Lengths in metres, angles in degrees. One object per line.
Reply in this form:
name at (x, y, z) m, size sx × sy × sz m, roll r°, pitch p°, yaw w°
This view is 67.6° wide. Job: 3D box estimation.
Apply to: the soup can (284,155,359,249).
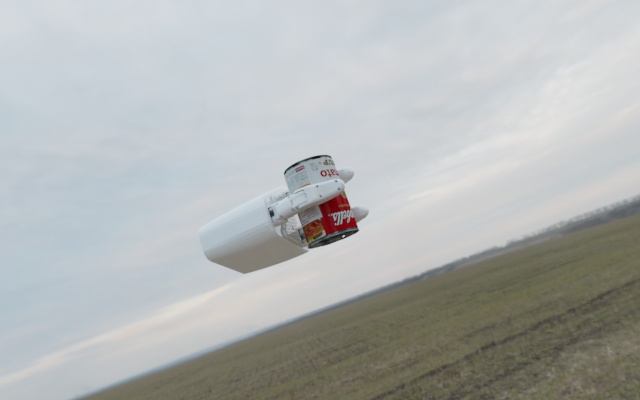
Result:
soup can at (0.000, 0.001, 0.603) m, size 0.068 × 0.102 × 0.068 m, roll -19°, pitch -12°, yaw -4°
